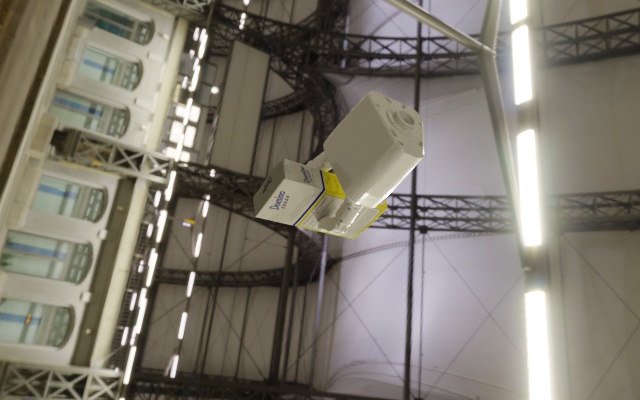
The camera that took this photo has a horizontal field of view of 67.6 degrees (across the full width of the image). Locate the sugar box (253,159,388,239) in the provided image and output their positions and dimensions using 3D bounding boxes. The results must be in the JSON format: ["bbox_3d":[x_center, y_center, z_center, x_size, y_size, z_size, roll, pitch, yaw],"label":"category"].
[{"bbox_3d":[0.000,0.002,0.704,0.176,0.048,0.093,18,-46,-28],"label":"sugar box"}]
